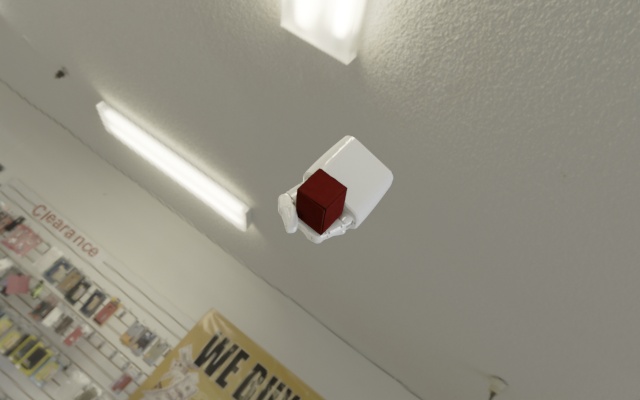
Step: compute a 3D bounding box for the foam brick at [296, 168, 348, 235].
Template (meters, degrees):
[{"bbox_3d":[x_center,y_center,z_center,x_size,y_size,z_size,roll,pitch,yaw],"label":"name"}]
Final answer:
[{"bbox_3d":[0.000,0.002,0.691,0.053,0.051,0.078,38,-26,16],"label":"foam brick"}]
